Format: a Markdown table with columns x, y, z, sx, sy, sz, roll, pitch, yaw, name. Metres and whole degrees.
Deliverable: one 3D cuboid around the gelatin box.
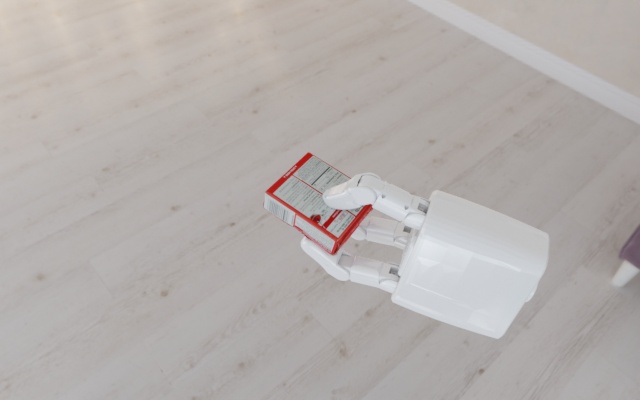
| x | y | z | sx | sy | sz | roll | pitch | yaw | name |
| --- | --- | --- | --- | --- | --- | --- | --- | --- | --- |
| 0.000 | 0.001 | 0.473 | 0.089 | 0.073 | 0.030 | 33 | -36 | 13 | gelatin box |
